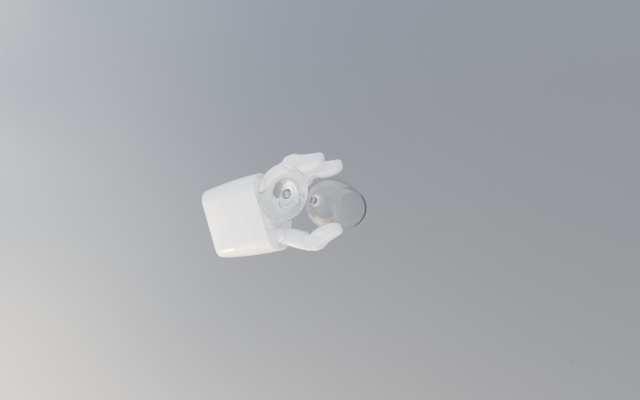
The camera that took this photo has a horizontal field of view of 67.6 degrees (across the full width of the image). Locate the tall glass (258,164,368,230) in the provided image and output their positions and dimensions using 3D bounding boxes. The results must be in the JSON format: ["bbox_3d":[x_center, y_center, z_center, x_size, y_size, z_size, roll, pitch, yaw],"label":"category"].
[{"bbox_3d":[0.000,0.002,0.679,0.079,0.079,0.201,0,-7,30],"label":"tall glass"}]
